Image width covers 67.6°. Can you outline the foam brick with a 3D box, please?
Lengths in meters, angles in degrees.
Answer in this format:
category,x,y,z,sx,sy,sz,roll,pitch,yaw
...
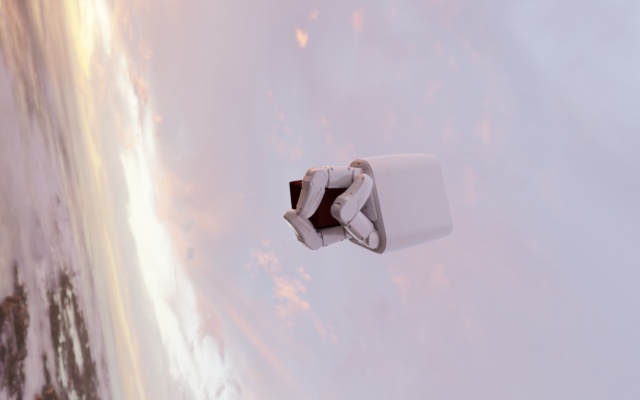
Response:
category,x,y,z,sx,sy,sz,roll,pitch,yaw
foam brick,0.000,0.002,0.602,0.051,0.053,0.078,-10,12,-25
